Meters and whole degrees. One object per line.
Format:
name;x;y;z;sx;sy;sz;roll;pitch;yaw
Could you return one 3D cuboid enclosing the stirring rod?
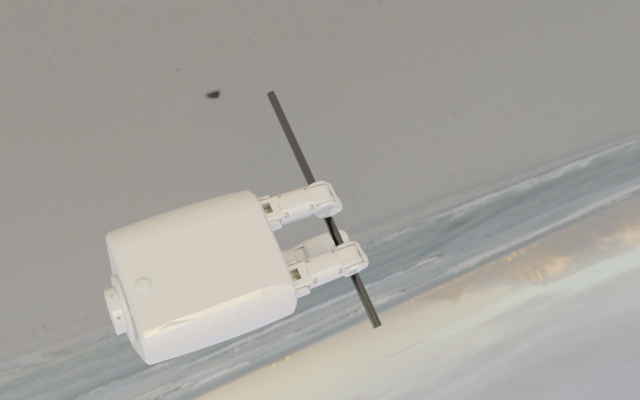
stirring rod;0.000;0.001;0.435;0.011;0.239;0.011;-23;-15;-6
